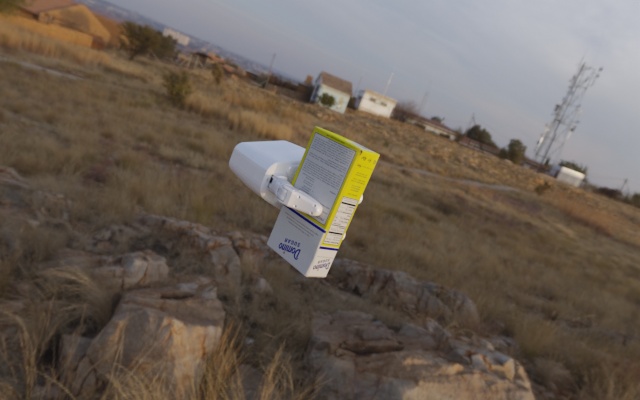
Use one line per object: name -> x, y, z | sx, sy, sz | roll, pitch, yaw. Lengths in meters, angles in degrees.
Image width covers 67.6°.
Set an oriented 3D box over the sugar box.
sugar box -> 0.000, 0.002, 0.626 | 0.048, 0.176, 0.093 | 9, 17, -45
